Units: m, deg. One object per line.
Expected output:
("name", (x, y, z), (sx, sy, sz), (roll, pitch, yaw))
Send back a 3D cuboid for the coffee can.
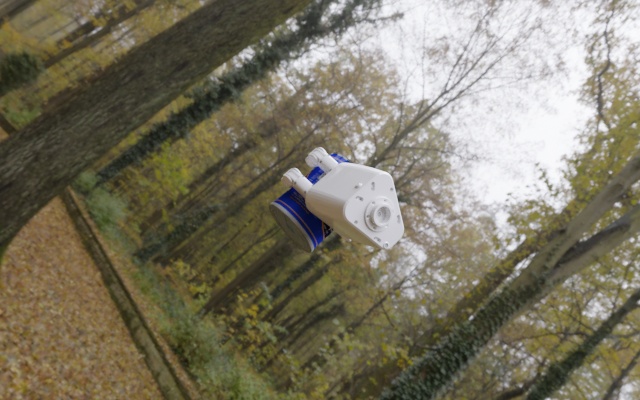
("coffee can", (0.000, 0.003, 0.792), (0.140, 0.103, 0.103), (-41, 14, -17))
